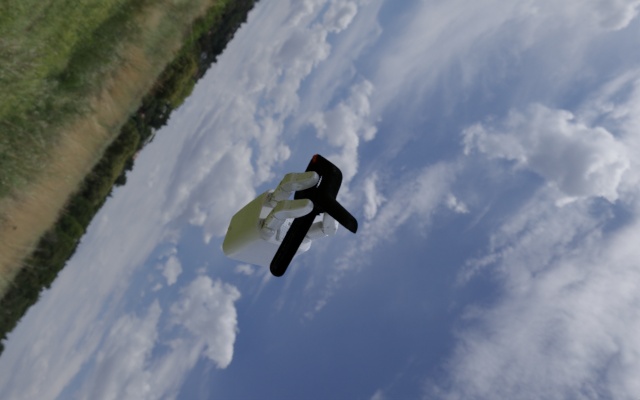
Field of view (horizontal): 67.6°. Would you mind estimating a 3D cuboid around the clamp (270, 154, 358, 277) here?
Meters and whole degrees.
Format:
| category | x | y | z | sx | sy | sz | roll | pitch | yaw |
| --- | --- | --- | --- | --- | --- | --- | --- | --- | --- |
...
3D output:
| category | x | y | z | sx | sy | sz | roll | pitch | yaw |
| --- | --- | --- | --- | --- | --- | --- | --- | --- | --- |
| clamp | 0.001 | 0.002 | 0.717 | 0.036 | 0.209 | 0.164 | 37 | -45 | -28 |
